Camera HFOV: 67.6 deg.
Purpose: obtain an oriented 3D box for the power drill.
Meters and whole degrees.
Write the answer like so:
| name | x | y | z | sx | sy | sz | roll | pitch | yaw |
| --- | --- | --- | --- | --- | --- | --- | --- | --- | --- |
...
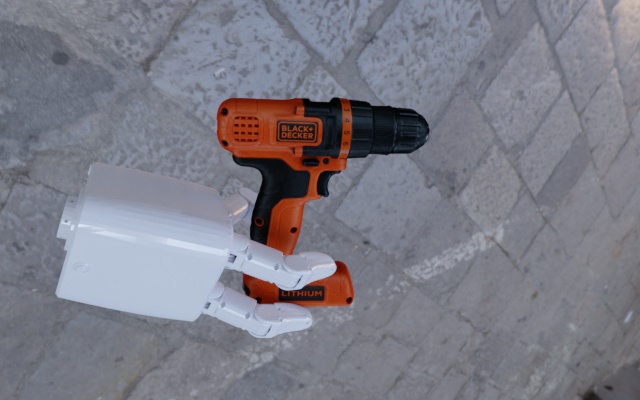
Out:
| name | x | y | z | sx | sy | sz | roll | pitch | yaw |
| --- | --- | --- | --- | --- | --- | --- | --- | --- | --- |
| power drill | 0.000 | 0.002 | 0.433 | 0.184 | 0.188 | 0.057 | 2 | 16 | -6 |
